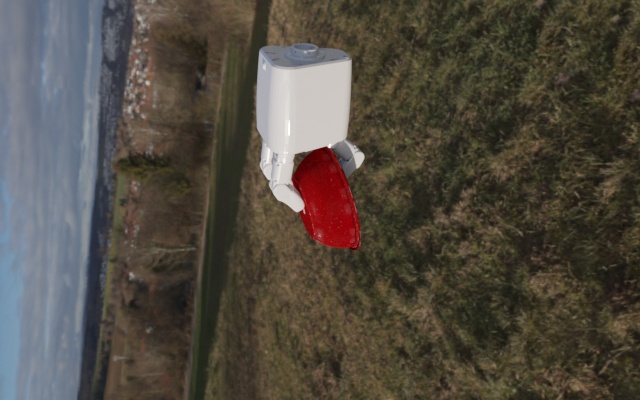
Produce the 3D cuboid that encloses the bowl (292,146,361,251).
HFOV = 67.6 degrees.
[{"bbox_3d":[0.000,0.004,0.669,0.055,0.162,0.162,-19,4,-11],"label":"bowl"}]
